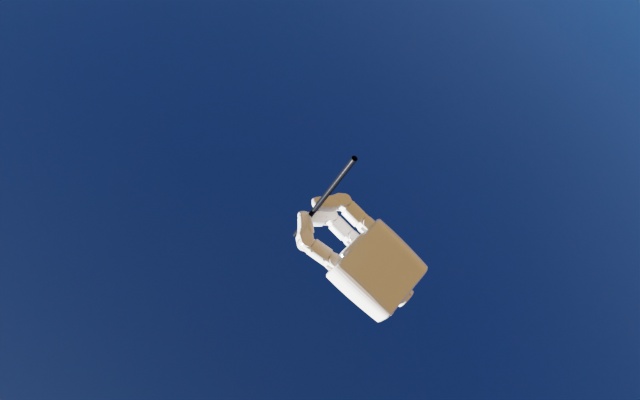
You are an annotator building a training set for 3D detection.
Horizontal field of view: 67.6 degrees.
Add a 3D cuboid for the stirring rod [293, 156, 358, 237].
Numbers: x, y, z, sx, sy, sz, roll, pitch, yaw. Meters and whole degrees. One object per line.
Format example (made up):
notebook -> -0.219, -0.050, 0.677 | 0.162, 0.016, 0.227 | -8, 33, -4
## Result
stirring rod -> 0.000, 0.002, 0.684 | 0.011, 0.011, 0.240 | 0, -27, -23
